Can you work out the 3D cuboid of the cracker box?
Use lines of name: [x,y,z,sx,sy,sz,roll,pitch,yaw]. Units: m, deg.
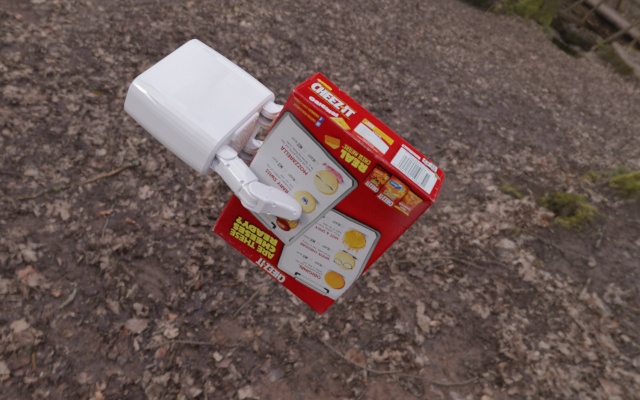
cracker box: [0.000,0.002,0.510,0.164,0.214,0.072,38,39,1]
